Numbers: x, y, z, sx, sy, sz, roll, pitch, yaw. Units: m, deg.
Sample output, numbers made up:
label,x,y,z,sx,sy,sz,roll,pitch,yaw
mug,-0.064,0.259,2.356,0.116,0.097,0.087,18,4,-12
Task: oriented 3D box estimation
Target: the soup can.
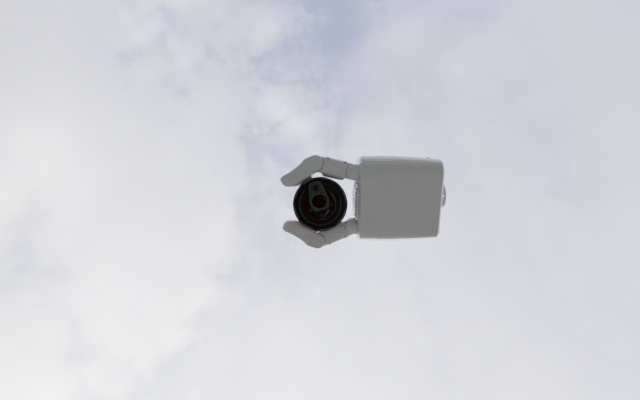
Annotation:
label,x,y,z,sx,sy,sz,roll,pitch,yaw
soup can,0.000,0.002,0.638,0.068,0.068,0.102,0,3,0
